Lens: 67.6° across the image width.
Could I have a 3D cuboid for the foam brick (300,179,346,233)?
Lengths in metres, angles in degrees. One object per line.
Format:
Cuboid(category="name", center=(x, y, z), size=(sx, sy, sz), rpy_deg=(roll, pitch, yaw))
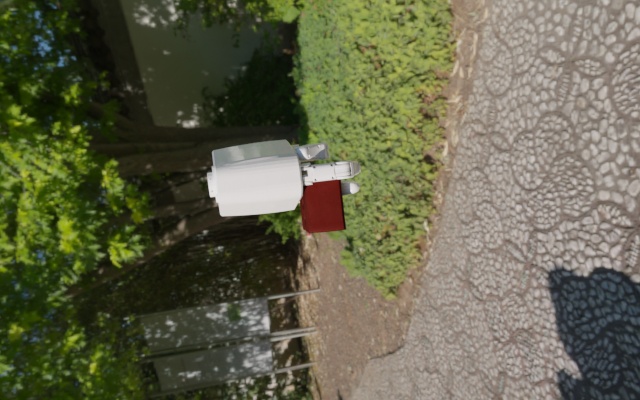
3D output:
Cuboid(category="foam brick", center=(0.000, 0.002, 0.650), size=(0.051, 0.078, 0.053), rpy_deg=(-8, 5, -12))
